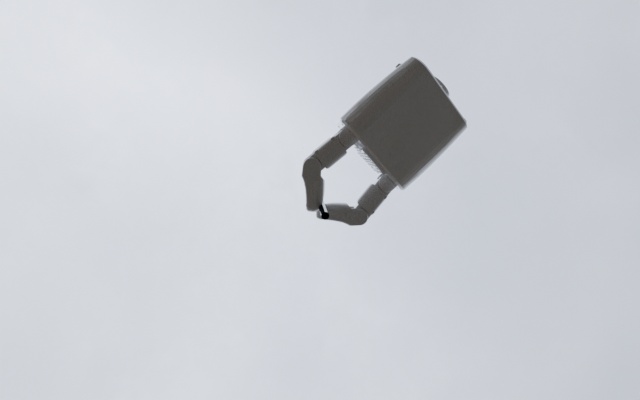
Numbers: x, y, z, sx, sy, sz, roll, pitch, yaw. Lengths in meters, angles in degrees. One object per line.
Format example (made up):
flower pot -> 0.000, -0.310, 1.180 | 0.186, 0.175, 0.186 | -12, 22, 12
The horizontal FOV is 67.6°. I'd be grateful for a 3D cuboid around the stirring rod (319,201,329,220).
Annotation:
stirring rod -> 0.000, 0.002, 0.580 | 0.011, 0.011, 0.239 | 0, 6, -2
